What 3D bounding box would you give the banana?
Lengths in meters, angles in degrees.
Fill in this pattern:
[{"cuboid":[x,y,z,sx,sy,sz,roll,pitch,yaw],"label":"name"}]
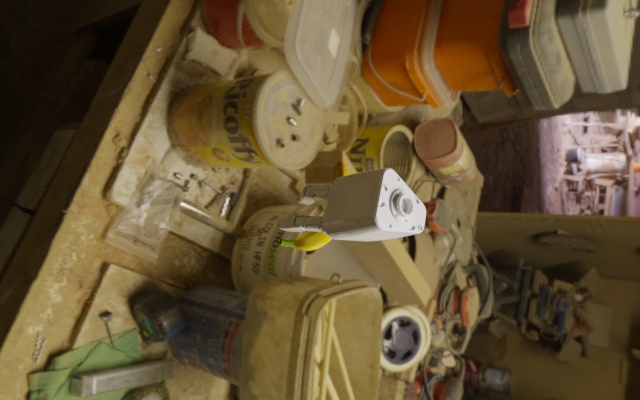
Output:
[{"cuboid":[0.012,0.017,0.809,0.069,0.197,0.037,42,-31,-10],"label":"banana"}]
